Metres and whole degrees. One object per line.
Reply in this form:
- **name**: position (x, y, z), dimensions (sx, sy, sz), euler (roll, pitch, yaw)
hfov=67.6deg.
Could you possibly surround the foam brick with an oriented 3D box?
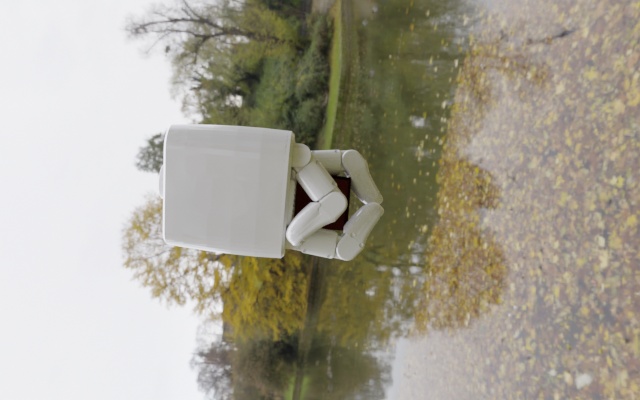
- **foam brick**: position (0.000, 0.002, 0.481), dimensions (0.051, 0.053, 0.078), euler (5, -2, -2)
